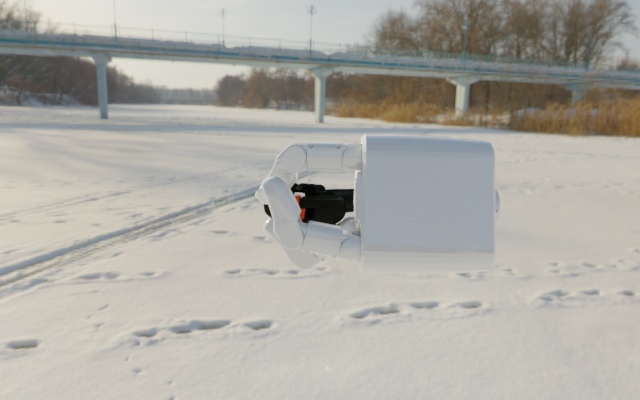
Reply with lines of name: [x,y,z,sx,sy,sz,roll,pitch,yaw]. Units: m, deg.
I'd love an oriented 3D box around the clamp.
clamp: [0.000,0.001,0.483,0.120,0.039,0.171,1,10,2]
